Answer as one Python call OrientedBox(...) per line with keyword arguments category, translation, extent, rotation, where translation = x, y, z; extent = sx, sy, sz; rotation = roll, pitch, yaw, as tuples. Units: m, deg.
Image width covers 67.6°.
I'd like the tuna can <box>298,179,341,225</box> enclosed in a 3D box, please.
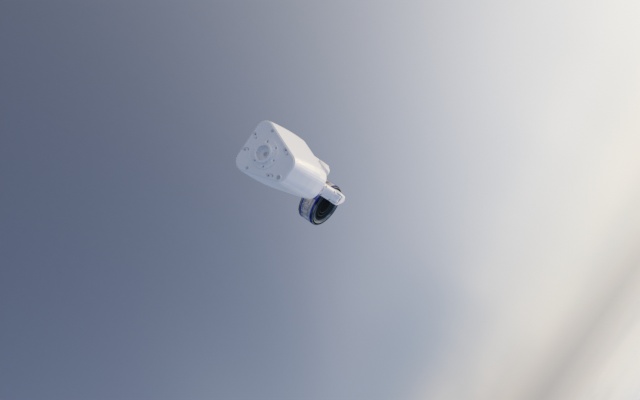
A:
OrientedBox(category="tuna can", translation=(0.001, 0.003, 0.893), extent=(0.033, 0.086, 0.086), rotation=(35, 17, 26))
